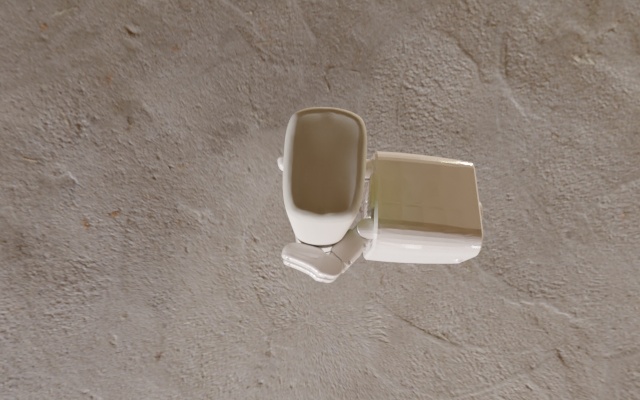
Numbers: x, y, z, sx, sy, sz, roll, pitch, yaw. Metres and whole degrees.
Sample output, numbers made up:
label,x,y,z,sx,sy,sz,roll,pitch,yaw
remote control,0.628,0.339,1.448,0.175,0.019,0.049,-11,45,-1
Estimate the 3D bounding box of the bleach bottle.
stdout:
label,x,y,z,sx,sy,sz,roll,pitch,yaw
bleach bottle,0.000,0.002,0.500,0.068,0.102,0.251,4,-14,-1
